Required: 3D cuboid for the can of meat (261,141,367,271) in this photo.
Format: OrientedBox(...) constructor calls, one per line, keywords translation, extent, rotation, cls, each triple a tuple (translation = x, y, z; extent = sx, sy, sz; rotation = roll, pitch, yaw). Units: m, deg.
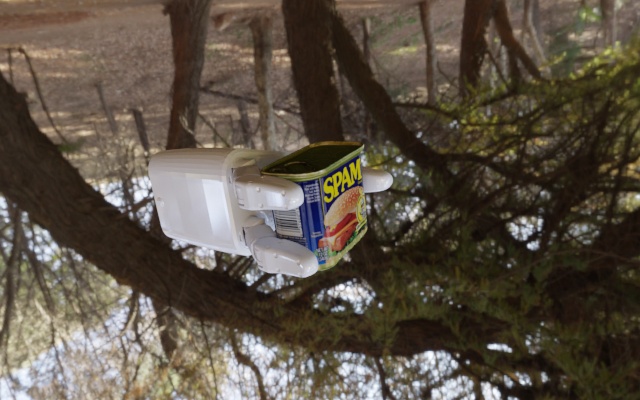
OrientedBox(translation=(0.000, 0.002, 0.413), extent=(0.057, 0.084, 0.102), rotation=(4, 22, 29), cls="can of meat")
